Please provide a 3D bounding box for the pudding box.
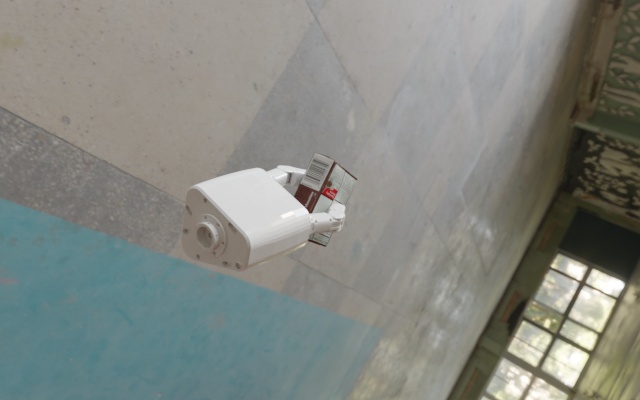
[{"bbox_3d":[0.000,0.002,0.656,0.039,0.113,0.090,26,-2,26],"label":"pudding box"}]
